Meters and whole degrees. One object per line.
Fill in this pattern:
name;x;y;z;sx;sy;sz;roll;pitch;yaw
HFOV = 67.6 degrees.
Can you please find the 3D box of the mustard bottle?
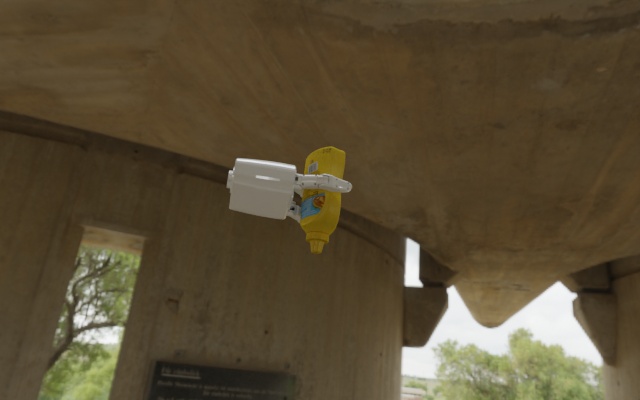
mustard bottle;0.000;0.003;0.880;0.058;0.191;0.096;19;-24;-32
